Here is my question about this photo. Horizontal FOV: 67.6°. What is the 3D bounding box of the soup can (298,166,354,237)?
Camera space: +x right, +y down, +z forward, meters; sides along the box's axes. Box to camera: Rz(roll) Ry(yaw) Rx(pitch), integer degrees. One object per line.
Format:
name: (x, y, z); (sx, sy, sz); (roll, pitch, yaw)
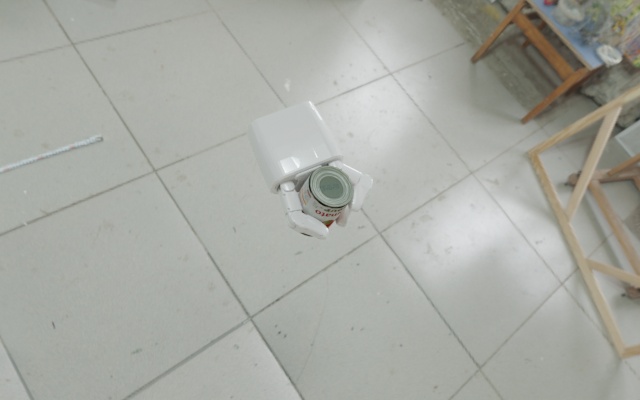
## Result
soup can: (0.000, 0.003, 0.694); (0.068, 0.068, 0.102); (0, -26, -21)
